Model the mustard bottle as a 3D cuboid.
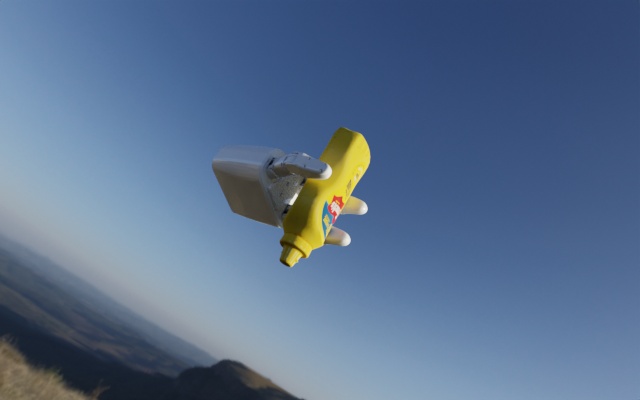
[{"bbox_3d":[0.001,0.002,0.628,0.058,0.191,0.096,24,-24,15],"label":"mustard bottle"}]
